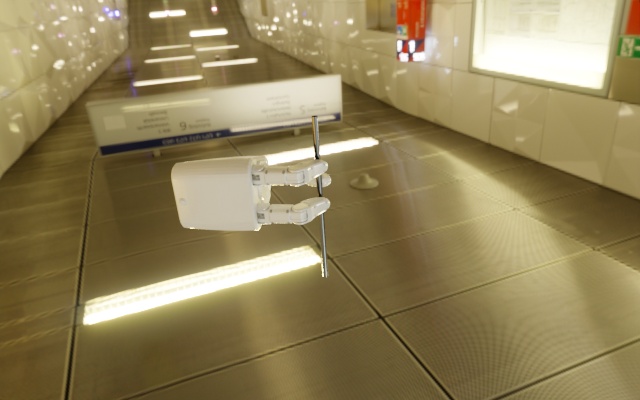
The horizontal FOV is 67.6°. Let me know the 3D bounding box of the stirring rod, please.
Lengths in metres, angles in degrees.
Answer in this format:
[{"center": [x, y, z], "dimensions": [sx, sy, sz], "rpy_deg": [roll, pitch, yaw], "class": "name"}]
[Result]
[{"center": [0.000, 0.002, 0.658], "dimensions": [0.011, 0.240, 0.011], "rpy_deg": [-3, 24, 1], "class": "stirring rod"}]
